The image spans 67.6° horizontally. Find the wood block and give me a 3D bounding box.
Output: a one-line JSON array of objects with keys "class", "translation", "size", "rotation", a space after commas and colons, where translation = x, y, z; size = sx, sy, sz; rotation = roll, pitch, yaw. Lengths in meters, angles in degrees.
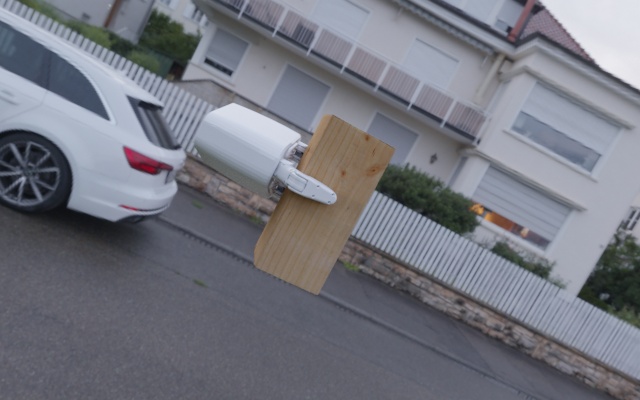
[{"class": "wood block", "translation": [0.000, 0.002, 0.617], "size": [0.090, 0.206, 0.091], "rotation": [27, 6, -11]}]
